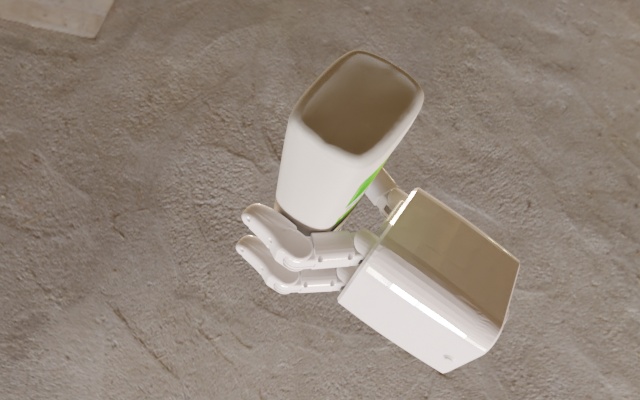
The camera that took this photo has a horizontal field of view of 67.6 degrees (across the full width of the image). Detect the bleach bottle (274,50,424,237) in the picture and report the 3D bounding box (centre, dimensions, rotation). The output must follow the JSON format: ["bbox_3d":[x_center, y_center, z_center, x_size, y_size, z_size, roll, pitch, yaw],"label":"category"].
[{"bbox_3d":[0.000,0.001,0.407,0.068,0.102,0.251,34,-32,8],"label":"bleach bottle"}]
